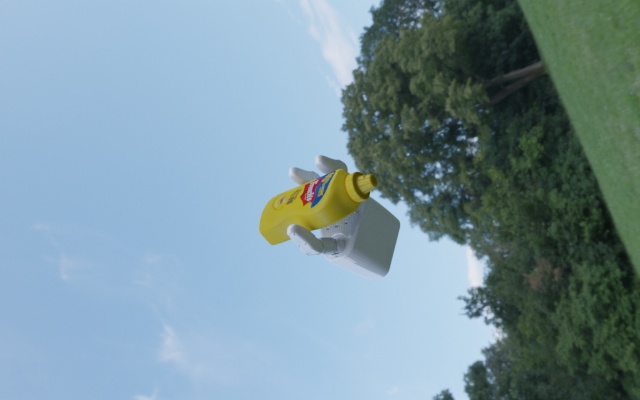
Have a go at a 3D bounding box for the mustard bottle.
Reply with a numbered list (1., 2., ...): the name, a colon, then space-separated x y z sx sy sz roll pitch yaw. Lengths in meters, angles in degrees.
1. mustard bottle: 0.000 0.002 0.687 0.192 0.058 0.096 -21 27 37
